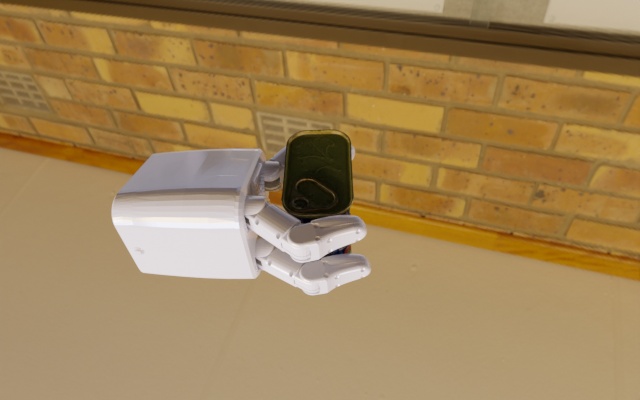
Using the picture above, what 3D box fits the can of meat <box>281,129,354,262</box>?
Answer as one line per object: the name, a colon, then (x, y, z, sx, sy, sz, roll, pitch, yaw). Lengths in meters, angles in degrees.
can of meat: (0.000, 0.002, 0.427, 0.057, 0.102, 0.084, -2, -43, 2)
